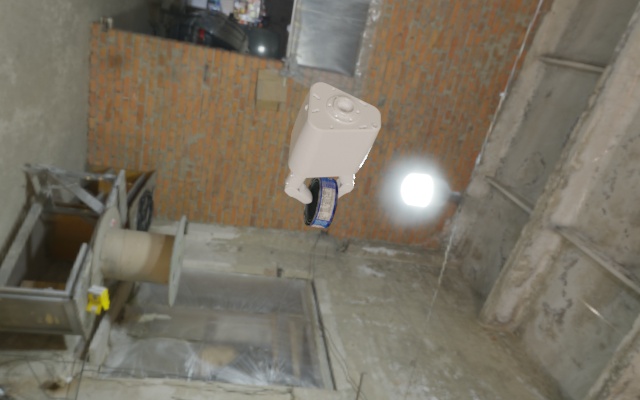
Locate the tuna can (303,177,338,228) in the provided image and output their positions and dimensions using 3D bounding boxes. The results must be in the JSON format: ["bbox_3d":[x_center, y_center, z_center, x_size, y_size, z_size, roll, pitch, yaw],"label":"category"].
[{"bbox_3d":[0.001,0.003,0.790,0.034,0.086,0.086,10,-3,-16],"label":"tuna can"}]
